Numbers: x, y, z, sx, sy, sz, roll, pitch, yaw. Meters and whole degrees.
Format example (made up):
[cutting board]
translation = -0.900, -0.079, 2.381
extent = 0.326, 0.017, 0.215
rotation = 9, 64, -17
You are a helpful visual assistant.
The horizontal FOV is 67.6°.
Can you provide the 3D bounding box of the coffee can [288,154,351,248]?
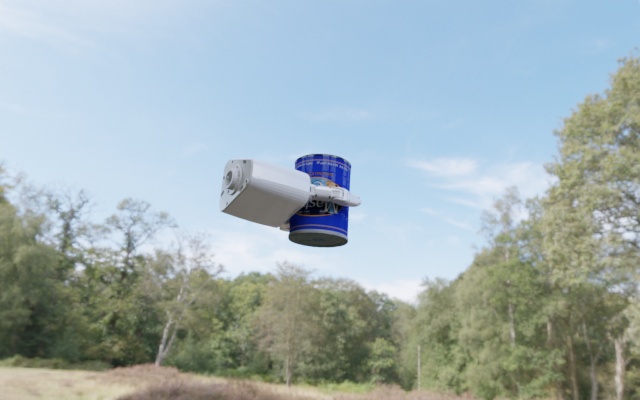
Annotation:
[coffee can]
translation = 0.000, 0.003, 0.834
extent = 0.103, 0.140, 0.103
rotation = 3, -18, 1
